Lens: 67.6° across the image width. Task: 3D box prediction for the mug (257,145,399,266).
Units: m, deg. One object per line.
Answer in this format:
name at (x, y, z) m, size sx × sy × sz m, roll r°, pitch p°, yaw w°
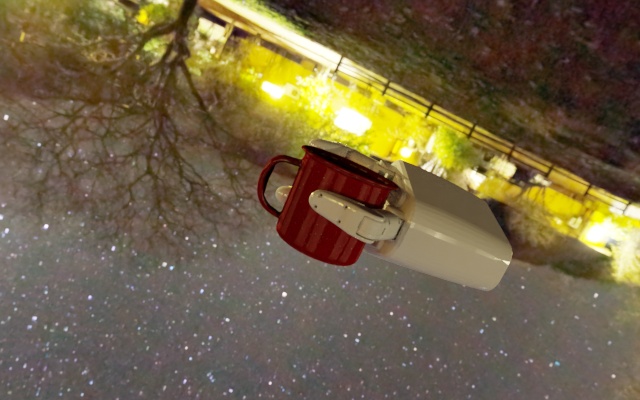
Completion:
mug at (-0.001, 0.001, 0.426) m, size 0.117 × 0.081 × 0.093 m, roll 21°, pitch 11°, yaw -12°
